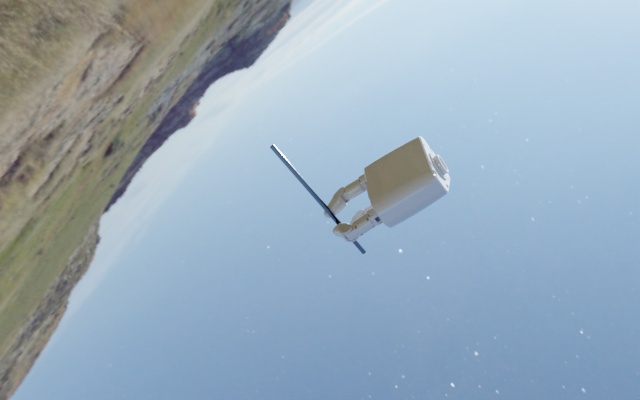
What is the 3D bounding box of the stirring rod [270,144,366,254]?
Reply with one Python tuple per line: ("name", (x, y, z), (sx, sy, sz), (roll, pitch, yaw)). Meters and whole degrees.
("stirring rod", (0.000, 0.002, 0.766), (0.011, 0.239, 0.011), (-35, 21, 16))
